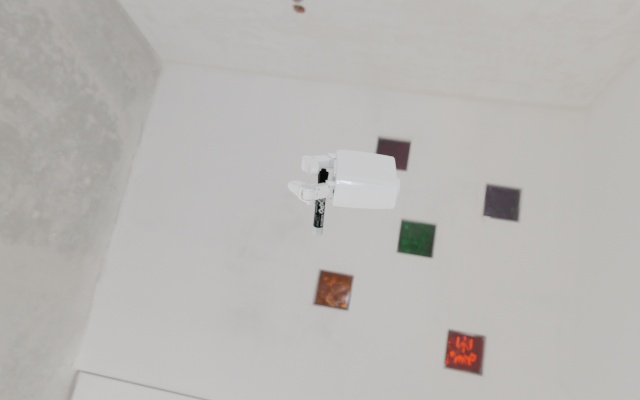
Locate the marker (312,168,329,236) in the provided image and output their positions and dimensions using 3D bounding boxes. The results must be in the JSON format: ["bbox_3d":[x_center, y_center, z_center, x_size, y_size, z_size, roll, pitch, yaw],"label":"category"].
[{"bbox_3d":[0.000,0.003,0.821,0.020,0.121,0.020,5,22,-2],"label":"marker"}]
